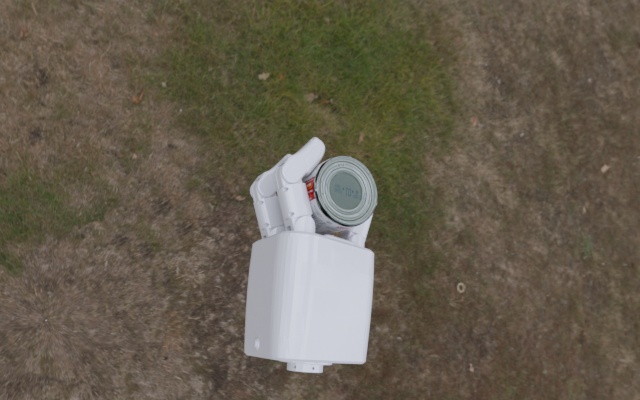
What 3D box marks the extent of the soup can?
[{"bbox_3d":[0.000,0.001,0.472,0.068,0.068,0.102,0,-12,-30],"label":"soup can"}]
